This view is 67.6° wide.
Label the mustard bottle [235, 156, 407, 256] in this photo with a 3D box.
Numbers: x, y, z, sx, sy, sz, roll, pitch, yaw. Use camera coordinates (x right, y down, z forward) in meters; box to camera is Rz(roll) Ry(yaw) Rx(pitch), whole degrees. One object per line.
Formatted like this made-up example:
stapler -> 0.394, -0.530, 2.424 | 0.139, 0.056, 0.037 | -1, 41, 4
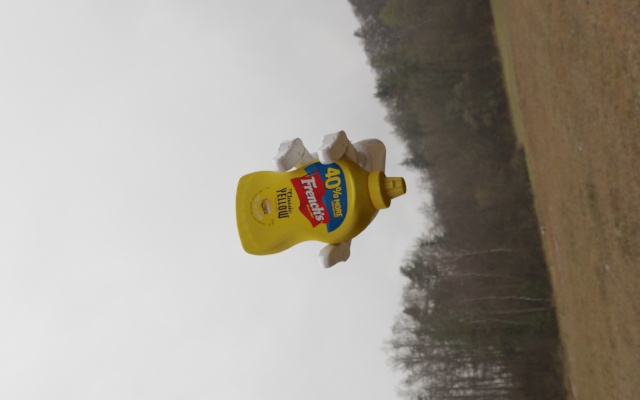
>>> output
mustard bottle -> 0.000, 0.002, 0.528 | 0.191, 0.096, 0.058 | -11, -16, 22
